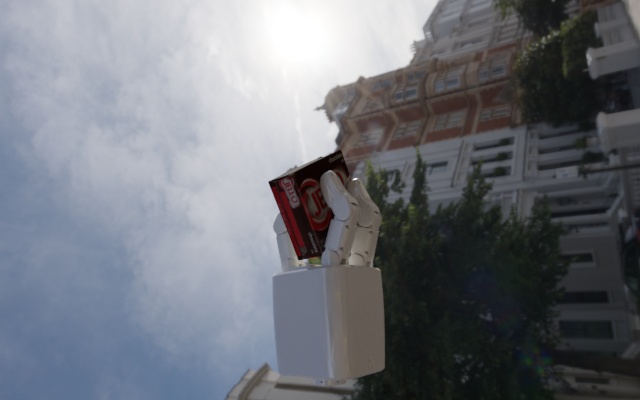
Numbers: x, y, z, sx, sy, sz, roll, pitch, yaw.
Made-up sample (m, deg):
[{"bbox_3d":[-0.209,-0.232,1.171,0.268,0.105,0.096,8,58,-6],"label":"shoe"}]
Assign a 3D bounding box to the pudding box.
[{"bbox_3d":[0.000,0.002,0.520,0.039,0.090,0.113,-14,11,30],"label":"pudding box"}]
